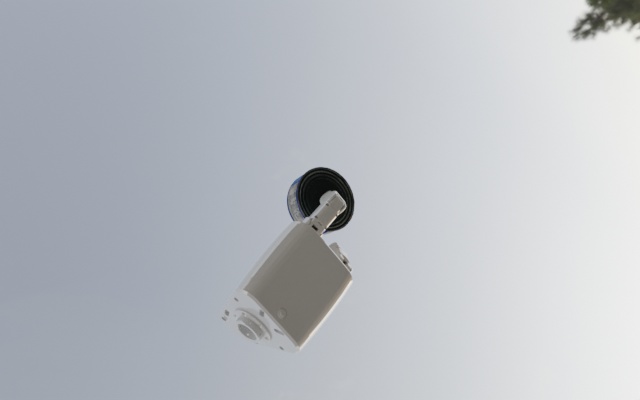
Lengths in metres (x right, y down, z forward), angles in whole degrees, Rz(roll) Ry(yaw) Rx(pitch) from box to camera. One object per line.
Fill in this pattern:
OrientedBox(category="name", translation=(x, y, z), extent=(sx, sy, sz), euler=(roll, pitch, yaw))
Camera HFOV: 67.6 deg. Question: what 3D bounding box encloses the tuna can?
OrientedBox(category="tuna can", translation=(0.000, 0.002, 0.621), extent=(0.086, 0.086, 0.034), euler=(0, -16, -32))
